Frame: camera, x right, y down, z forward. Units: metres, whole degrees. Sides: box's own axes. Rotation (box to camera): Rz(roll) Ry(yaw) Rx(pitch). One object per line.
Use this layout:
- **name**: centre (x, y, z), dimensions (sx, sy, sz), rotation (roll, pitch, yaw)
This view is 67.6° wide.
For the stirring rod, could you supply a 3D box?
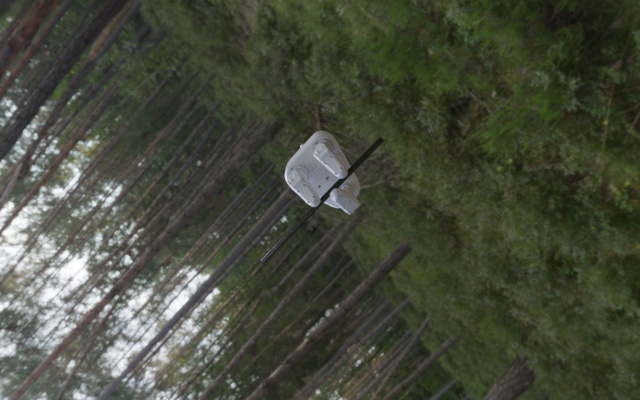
- **stirring rod**: centre (0.000, 0.002, 0.661), dimensions (0.011, 0.239, 0.011), rotation (43, 9, -8)
